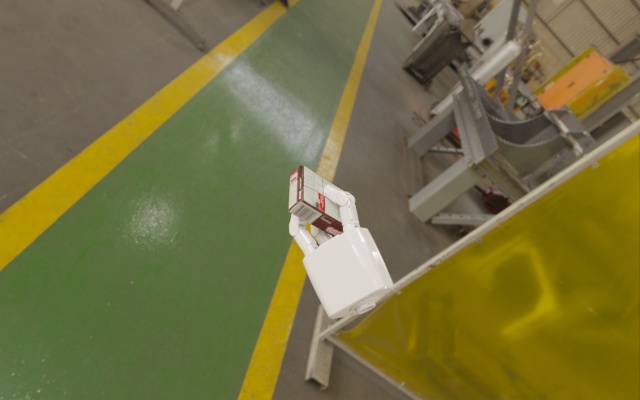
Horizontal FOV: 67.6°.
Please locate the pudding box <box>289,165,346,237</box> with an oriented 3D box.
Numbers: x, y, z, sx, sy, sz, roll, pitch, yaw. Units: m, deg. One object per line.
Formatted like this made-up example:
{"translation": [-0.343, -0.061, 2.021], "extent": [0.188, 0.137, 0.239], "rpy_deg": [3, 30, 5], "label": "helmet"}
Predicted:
{"translation": [0.000, 0.003, 0.815], "extent": [0.113, 0.090, 0.039], "rpy_deg": [32, -54, -29], "label": "pudding box"}
